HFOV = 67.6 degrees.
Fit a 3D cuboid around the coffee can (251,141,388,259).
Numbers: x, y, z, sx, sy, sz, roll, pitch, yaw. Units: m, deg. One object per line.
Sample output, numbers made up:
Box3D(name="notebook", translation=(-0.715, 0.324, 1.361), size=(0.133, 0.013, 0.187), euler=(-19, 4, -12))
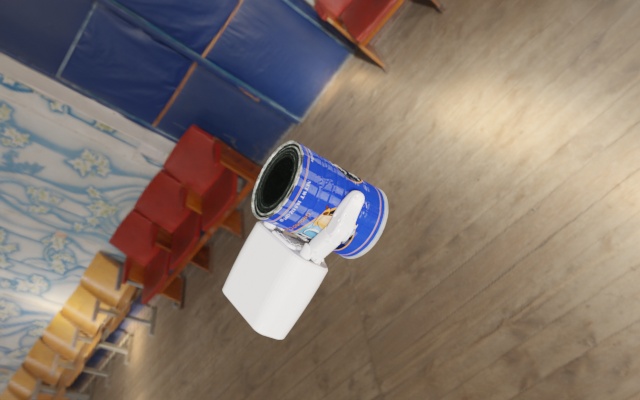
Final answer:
Box3D(name="coffee can", translation=(0.000, 0.002, 0.600), size=(0.140, 0.102, 0.103), euler=(27, -14, -30))
